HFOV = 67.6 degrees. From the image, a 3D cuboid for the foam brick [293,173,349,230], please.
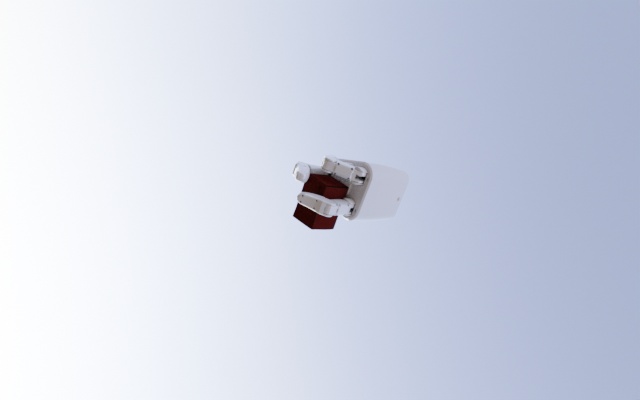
[{"bbox_3d":[0.000,0.003,0.768,0.051,0.078,0.053,3,24,-44],"label":"foam brick"}]
